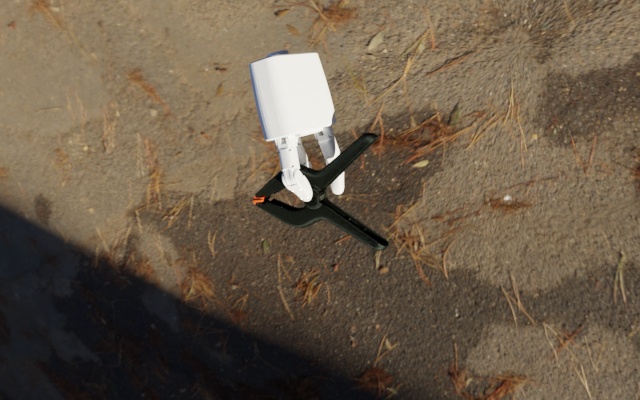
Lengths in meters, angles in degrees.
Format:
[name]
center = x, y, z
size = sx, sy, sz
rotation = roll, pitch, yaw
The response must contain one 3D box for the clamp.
[clamp]
center = -0.001, 0.002, 0.695
size = 0.210, 0.164, 0.036
rotation = -10, 7, 25
